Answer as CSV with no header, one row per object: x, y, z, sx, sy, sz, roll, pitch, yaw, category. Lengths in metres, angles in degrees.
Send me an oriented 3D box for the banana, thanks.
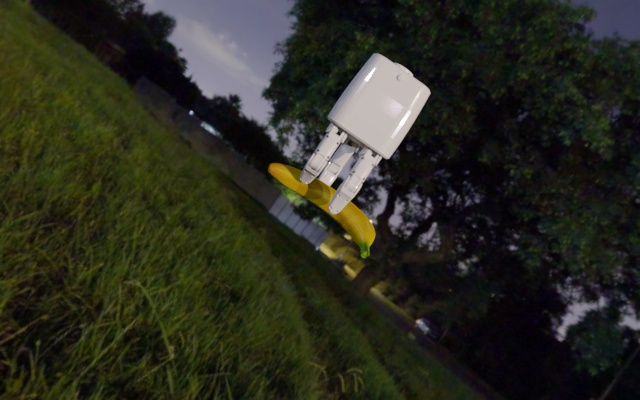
0.011,0.004,0.684,0.197,0.037,0.069,40,17,20,banana
